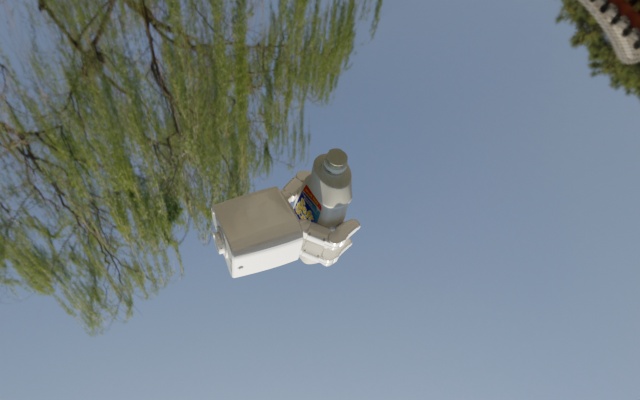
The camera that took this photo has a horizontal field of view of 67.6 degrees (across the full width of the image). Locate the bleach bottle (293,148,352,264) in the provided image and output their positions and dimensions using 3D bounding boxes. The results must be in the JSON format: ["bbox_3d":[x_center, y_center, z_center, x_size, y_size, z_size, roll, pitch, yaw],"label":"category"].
[{"bbox_3d":[0.000,0.002,0.732,0.068,0.102,0.251,-15,-28,-19],"label":"bleach bottle"}]
